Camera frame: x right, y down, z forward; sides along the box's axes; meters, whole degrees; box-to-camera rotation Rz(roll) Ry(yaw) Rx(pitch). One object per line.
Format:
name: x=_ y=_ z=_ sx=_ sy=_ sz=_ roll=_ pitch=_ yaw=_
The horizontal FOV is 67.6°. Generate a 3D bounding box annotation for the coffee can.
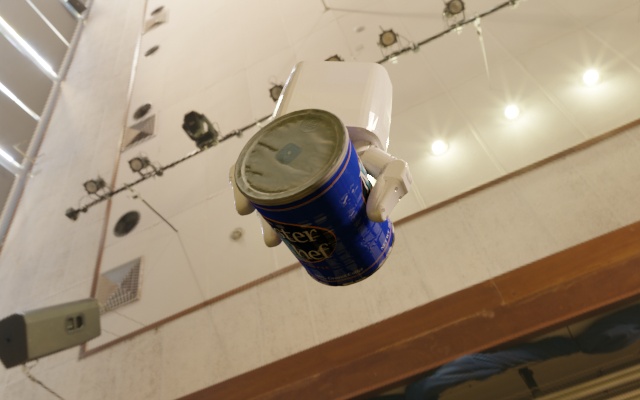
coffee can: x=0.000 y=0.001 z=0.442 sx=0.103 sy=0.102 sz=0.140 roll=0 pitch=-37 yaw=29
